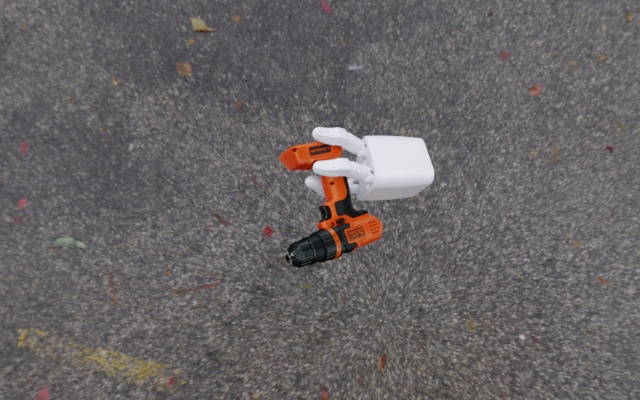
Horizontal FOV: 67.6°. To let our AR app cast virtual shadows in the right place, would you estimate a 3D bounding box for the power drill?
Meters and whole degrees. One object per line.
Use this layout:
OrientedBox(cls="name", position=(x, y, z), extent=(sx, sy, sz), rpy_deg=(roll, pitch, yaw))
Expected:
OrientedBox(cls="power drill", position=(0.000, 0.002, 0.767), extent=(0.184, 0.187, 0.057), rpy_deg=(-16, -6, -37))
